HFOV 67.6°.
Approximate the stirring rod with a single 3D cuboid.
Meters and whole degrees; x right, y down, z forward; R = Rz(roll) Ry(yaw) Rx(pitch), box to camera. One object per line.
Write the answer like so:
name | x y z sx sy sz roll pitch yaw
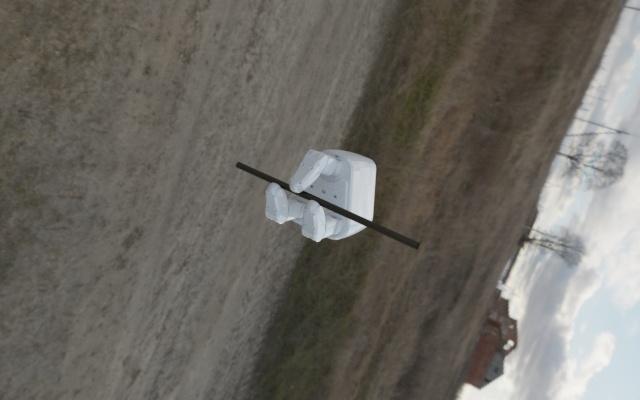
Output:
stirring rod | 0.000 0.002 0.542 0.239 0.011 0.011 24 10 22
